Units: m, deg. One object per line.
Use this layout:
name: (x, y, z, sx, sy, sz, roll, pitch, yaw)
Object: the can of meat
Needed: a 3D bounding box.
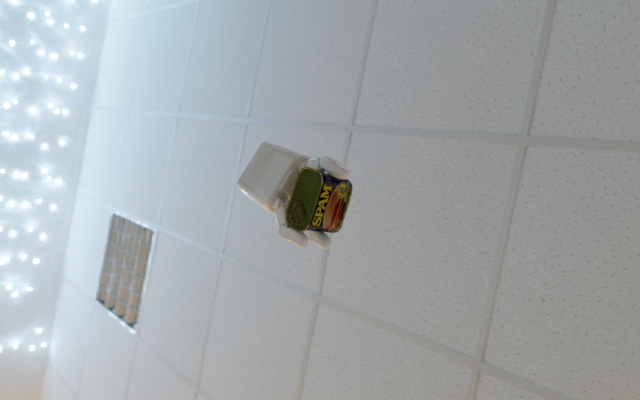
can of meat: (0.000, 0.003, 0.789, 0.084, 0.102, 0.057, 10, 10, -47)
